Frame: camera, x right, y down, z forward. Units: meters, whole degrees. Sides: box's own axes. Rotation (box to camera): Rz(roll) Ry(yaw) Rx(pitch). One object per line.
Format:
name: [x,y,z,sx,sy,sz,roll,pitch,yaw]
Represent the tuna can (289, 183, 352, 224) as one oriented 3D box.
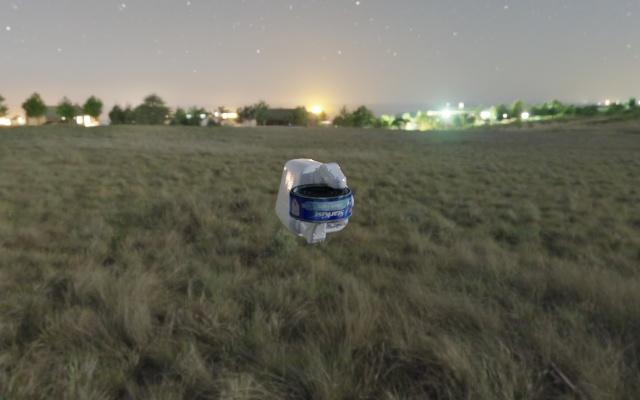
tuna can: [0.000,0.002,0.646,0.086,0.034,0.086,1,15,0]
